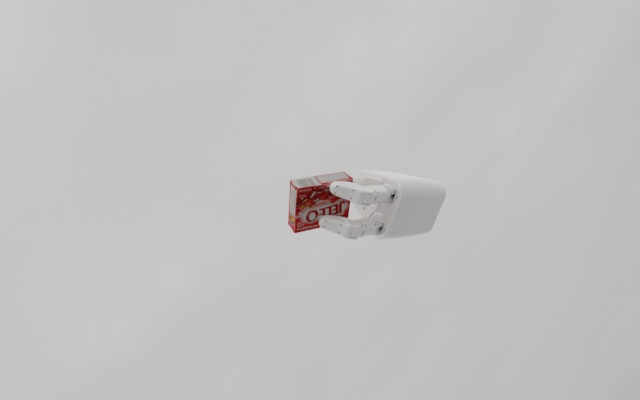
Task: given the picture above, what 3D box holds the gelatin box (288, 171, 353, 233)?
[{"bbox_3d":[0.000,0.002,0.677,0.089,0.073,0.030,-10,34,-25],"label":"gelatin box"}]
